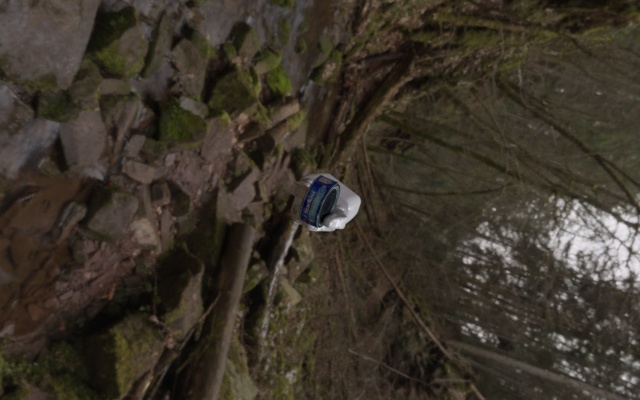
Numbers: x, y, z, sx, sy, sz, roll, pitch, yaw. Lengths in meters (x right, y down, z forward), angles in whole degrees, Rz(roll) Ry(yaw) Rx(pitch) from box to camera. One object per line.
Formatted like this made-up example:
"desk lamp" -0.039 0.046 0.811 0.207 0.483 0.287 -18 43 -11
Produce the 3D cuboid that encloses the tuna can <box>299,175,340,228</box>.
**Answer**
"tuna can" 0.001 0.003 0.803 0.033 0.086 0.086 24 7 16
